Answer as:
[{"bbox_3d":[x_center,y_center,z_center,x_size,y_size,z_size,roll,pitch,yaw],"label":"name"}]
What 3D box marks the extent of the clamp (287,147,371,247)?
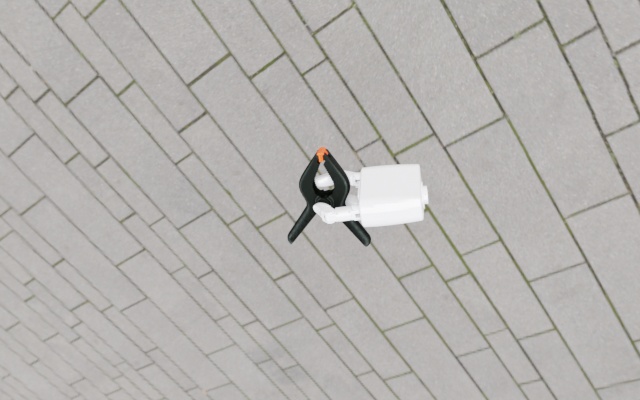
[{"bbox_3d":[0.000,0.003,0.896,0.164,0.210,0.036,-6,29,13],"label":"clamp"}]
